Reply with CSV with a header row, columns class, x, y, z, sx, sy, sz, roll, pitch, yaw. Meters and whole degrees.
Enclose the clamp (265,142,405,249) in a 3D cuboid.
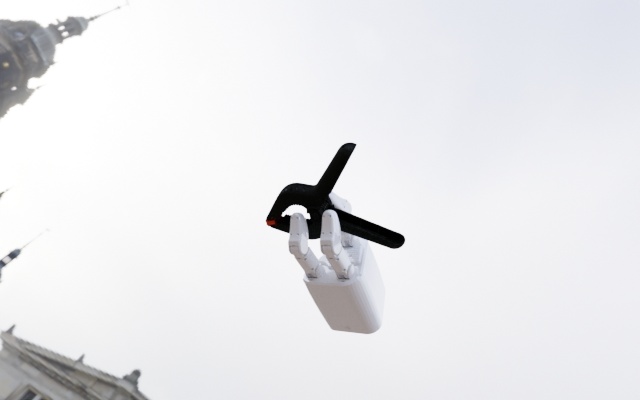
class,x,y,z,sx,sy,sz,roll,pitch,yaw
clamp,0.000,0.002,0.670,0.210,0.165,0.036,-5,31,35
